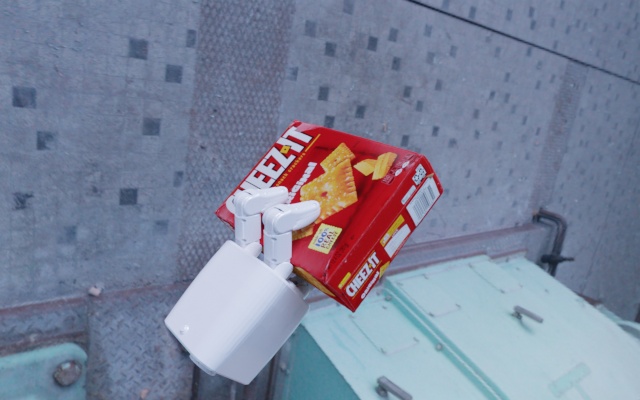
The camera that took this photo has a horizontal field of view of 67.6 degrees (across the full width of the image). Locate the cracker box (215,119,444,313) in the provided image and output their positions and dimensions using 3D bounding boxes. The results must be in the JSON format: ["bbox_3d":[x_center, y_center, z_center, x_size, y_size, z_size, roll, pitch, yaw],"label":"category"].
[{"bbox_3d":[0.000,0.002,0.538,0.213,0.164,0.072,24,-20,45],"label":"cracker box"}]
